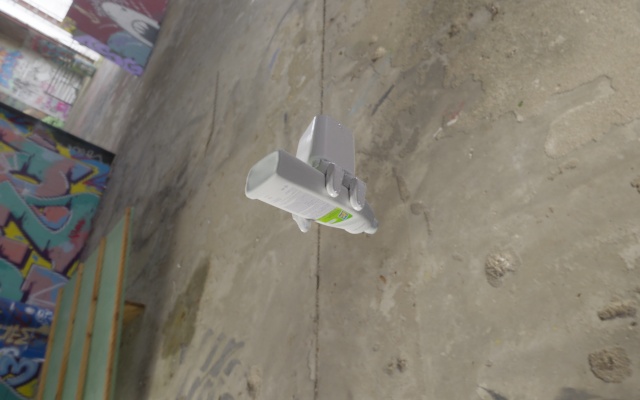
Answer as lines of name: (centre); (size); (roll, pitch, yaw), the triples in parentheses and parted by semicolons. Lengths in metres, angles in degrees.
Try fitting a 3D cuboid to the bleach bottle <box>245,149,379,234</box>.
bleach bottle: (0.000, 0.003, 0.836); (0.251, 0.068, 0.102); (28, -38, -32)
